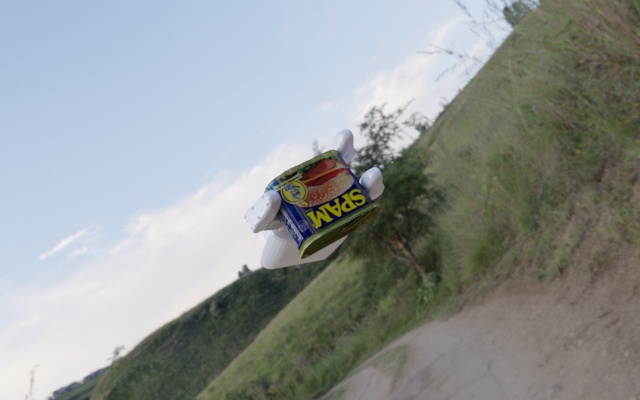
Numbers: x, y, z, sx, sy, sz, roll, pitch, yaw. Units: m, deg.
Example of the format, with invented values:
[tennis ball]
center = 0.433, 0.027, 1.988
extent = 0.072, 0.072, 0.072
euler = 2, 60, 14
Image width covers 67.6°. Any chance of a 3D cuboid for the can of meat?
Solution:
[can of meat]
center = 0.000, 0.001, 0.527
extent = 0.102, 0.084, 0.057
euler = -27, -18, -24
